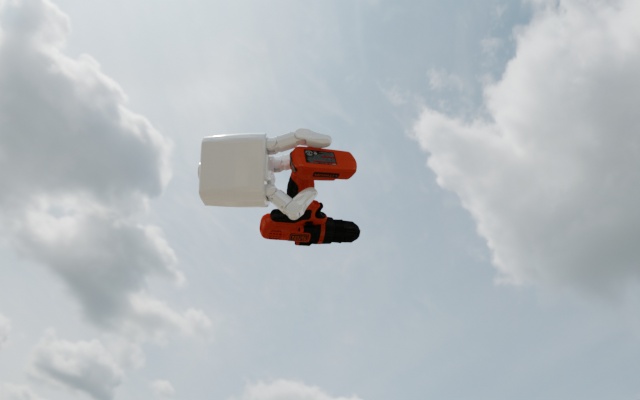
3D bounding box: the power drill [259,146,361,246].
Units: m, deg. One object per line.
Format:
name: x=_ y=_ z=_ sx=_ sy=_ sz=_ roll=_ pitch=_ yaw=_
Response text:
power drill: x=0.000 y=0.002 z=0.809 sx=0.184 sy=0.188 sz=0.057 roll=4 pitch=40 yaw=-17
